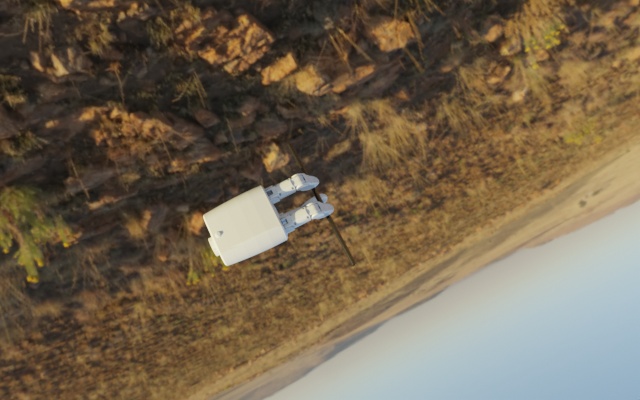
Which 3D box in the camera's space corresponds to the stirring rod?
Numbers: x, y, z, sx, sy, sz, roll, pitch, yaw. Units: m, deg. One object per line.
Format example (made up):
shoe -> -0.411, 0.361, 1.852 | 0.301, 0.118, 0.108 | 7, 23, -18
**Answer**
stirring rod -> 0.000, 0.003, 0.805 | 0.011, 0.239, 0.011 | -26, -16, -8
